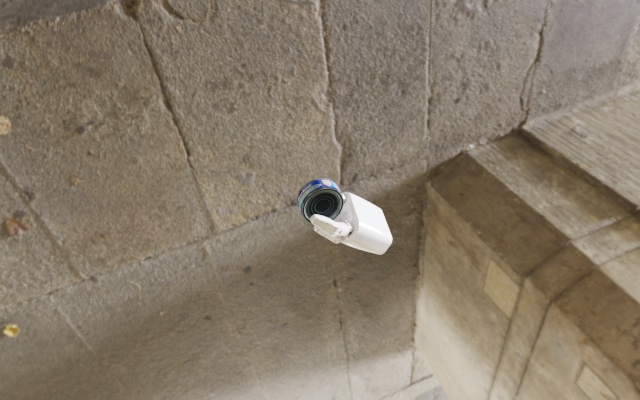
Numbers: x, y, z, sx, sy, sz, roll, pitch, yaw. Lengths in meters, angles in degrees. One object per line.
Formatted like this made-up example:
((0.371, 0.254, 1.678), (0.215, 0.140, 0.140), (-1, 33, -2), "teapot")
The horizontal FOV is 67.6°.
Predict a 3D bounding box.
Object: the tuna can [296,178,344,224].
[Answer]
((0.000, 0.003, 0.895), (0.086, 0.086, 0.033), (0, 33, -22), "tuna can")
